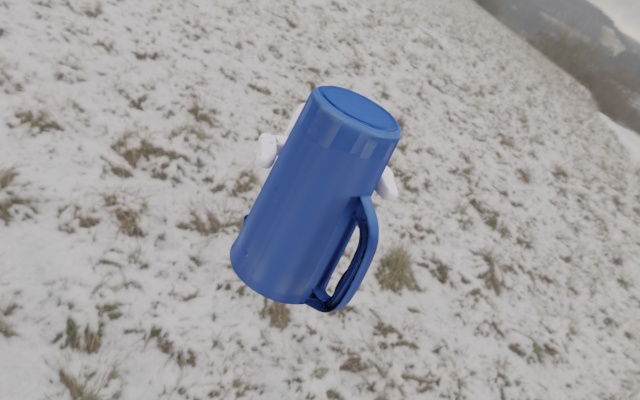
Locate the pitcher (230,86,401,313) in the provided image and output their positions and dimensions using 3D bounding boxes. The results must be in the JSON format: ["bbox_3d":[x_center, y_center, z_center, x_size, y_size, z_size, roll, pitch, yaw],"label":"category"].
[{"bbox_3d":[0.000,0.002,0.558,0.149,0.243,0.145,23,28,-8],"label":"pitcher"}]
